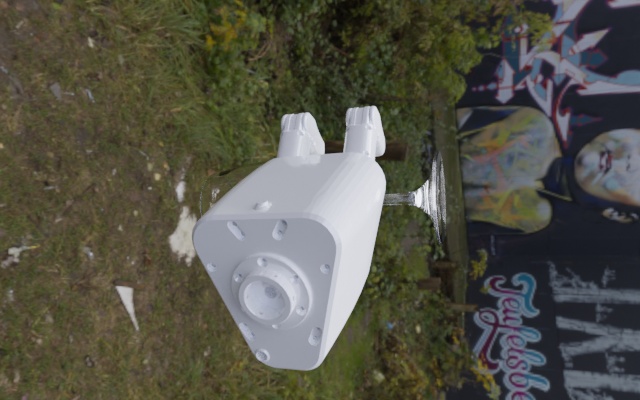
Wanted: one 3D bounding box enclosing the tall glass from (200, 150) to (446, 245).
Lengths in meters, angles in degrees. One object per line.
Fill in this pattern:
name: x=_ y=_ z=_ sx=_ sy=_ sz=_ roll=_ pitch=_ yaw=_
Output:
tall glass: x=0.001 y=0.001 z=0.406 sx=0.201 sy=0.079 sz=0.079 roll=-2 pitch=-1 yaw=20
